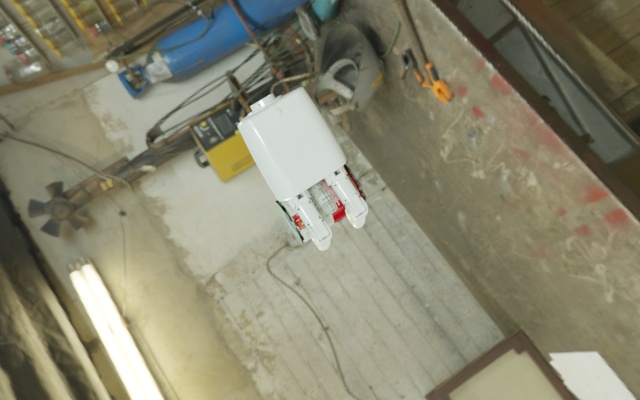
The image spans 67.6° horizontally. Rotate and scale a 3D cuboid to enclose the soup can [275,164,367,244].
[{"bbox_3d":[0.000,0.003,0.629,0.102,0.068,0.068,-33,7,-11],"label":"soup can"}]
